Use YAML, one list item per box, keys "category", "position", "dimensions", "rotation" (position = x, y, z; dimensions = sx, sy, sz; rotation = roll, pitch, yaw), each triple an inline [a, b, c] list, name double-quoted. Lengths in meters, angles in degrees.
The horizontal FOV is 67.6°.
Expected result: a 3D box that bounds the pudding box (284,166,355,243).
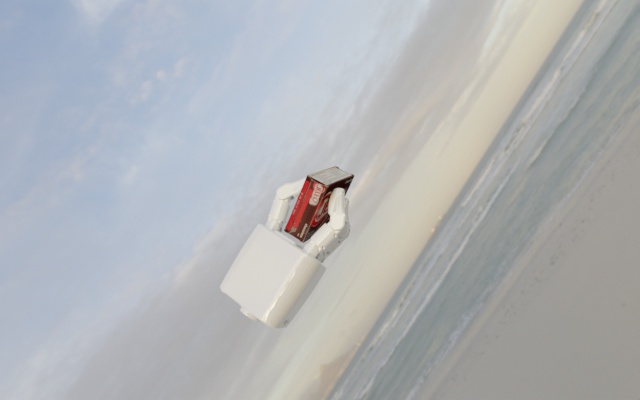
- category: "pudding box"
  position: [0.000, 0.002, 0.686]
  dimensions: [0.039, 0.090, 0.113]
  rotation: [30, 21, 13]
